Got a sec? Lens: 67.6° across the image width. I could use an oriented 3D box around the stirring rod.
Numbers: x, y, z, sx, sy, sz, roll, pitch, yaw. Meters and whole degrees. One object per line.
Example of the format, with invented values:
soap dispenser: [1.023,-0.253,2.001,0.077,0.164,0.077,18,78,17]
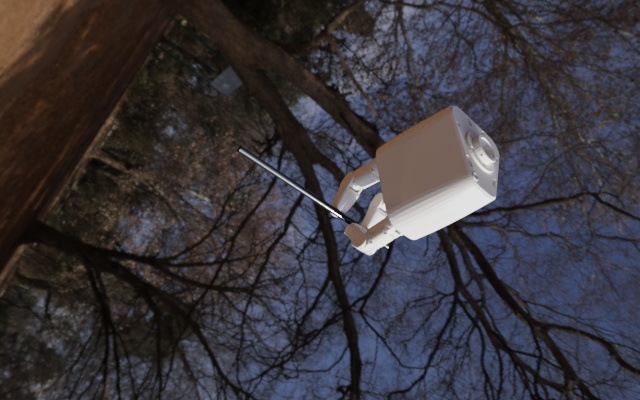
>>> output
stirring rod: [0.000,0.002,0.577,0.239,0.011,0.011,33,-17,-28]
